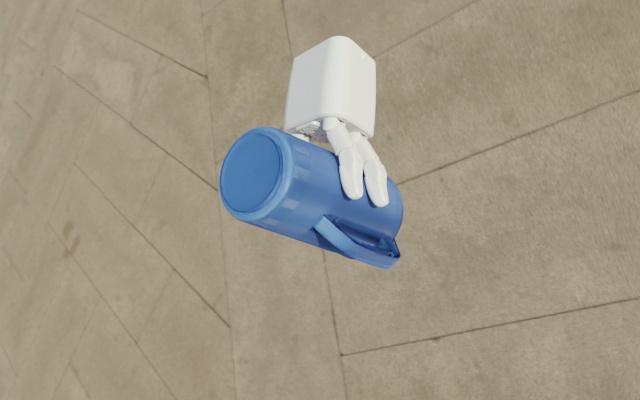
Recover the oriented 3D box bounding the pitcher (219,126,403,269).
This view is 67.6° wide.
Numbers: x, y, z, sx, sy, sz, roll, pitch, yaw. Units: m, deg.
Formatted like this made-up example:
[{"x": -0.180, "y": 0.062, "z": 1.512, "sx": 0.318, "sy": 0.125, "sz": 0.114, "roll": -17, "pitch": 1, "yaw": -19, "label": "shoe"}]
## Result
[{"x": 0.000, "y": 0.002, "z": 0.598, "sx": 0.149, "sy": 0.145, "sz": 0.243, "roll": -1, "pitch": -13, "yaw": 36, "label": "pitcher"}]
